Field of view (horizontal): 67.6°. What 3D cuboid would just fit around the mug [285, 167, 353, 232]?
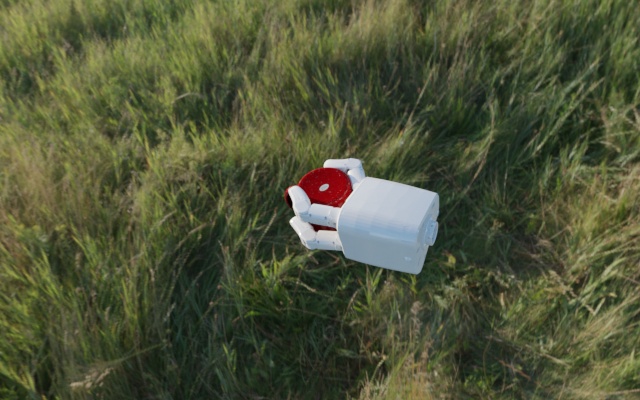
[{"bbox_3d":[-0.001,0.002,0.724,0.117,0.093,0.082,12,-37,23],"label":"mug"}]
